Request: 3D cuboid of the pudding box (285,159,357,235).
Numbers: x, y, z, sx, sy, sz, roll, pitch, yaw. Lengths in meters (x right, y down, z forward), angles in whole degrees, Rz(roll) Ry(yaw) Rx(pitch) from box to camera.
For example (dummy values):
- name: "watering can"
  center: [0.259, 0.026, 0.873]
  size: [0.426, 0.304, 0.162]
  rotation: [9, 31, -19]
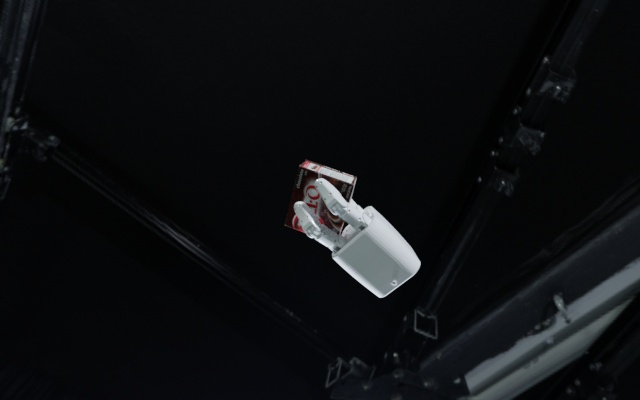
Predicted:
- name: "pudding box"
  center: [0.000, 0.002, 0.757]
  size: [0.090, 0.113, 0.039]
  rotation: [19, 26, 7]
